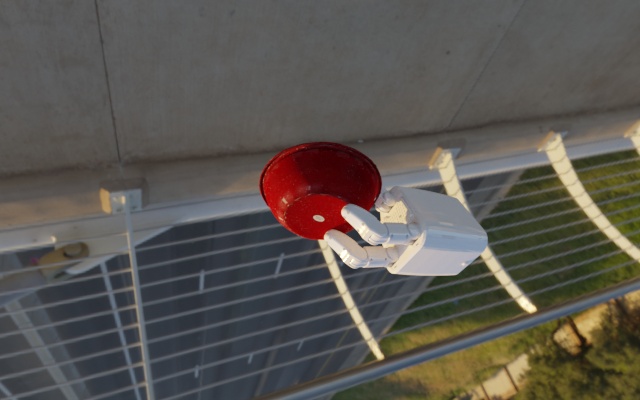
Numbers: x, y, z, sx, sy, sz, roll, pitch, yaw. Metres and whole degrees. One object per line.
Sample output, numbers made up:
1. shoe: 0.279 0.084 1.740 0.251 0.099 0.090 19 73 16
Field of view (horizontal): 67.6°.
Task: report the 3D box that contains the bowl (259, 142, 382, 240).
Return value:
1. bowl: -0.001 0.002 0.613 0.162 0.055 0.162 0 -41 0
